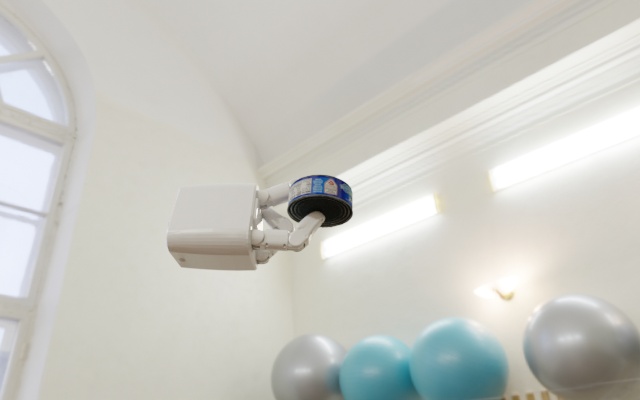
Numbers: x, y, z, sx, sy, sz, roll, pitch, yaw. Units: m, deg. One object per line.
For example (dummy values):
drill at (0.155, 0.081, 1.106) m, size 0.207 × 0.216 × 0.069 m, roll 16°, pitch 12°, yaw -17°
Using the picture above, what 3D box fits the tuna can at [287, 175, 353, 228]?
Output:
tuna can at (0.000, 0.002, 0.626) m, size 0.086 × 0.033 × 0.086 m, roll 2°, pitch -30°, yaw 1°
